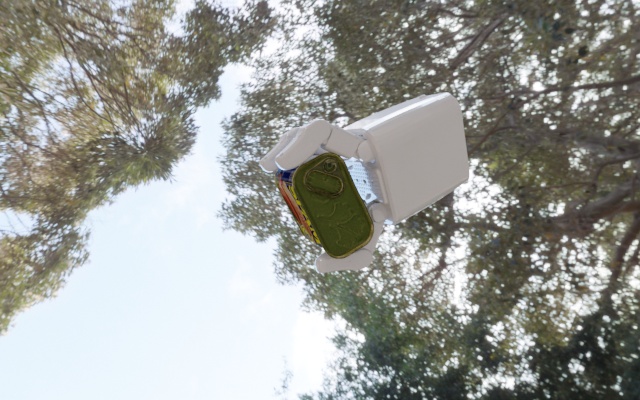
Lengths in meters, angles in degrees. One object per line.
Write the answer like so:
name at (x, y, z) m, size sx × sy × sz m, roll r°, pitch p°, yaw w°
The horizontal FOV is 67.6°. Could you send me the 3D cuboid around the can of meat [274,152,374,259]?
can of meat at (0.000, 0.002, 0.495) m, size 0.057 × 0.102 × 0.084 m, roll -30°, pitch 15°, yaw -14°
